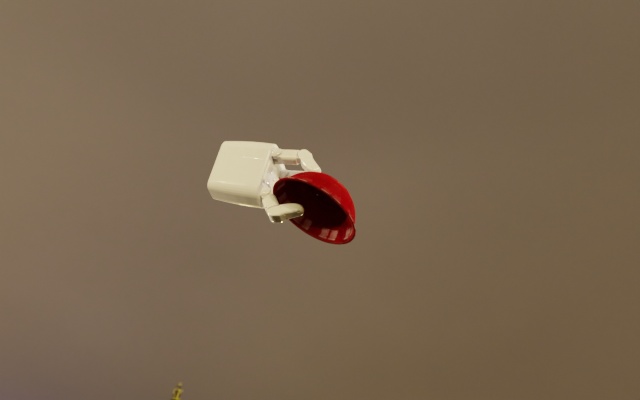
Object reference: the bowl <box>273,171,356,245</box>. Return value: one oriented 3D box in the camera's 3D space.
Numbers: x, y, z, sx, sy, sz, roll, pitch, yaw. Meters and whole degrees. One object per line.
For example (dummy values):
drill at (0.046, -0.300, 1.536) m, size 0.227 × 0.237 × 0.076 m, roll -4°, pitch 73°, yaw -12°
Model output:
bowl at (0.002, 0.003, 0.813) m, size 0.162 × 0.055 × 0.162 m, roll 26°, pitch -31°, yaw 17°
